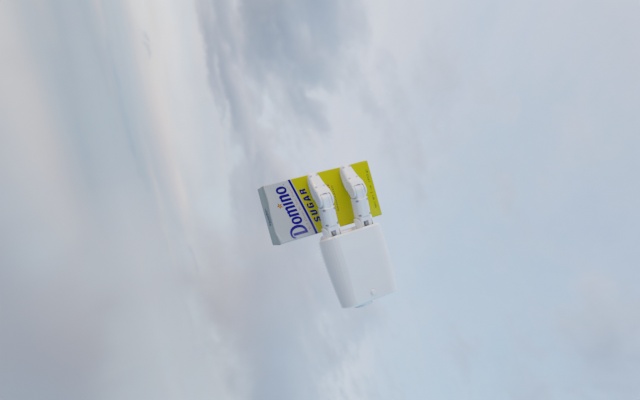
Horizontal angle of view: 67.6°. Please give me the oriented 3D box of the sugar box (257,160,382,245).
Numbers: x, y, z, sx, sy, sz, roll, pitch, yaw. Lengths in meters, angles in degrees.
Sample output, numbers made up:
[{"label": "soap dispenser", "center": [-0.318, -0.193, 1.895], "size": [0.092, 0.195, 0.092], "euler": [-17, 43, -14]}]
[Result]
[{"label": "sugar box", "center": [0.000, 0.002, 0.741], "size": [0.176, 0.093, 0.048], "euler": [-16, -1, -22]}]
